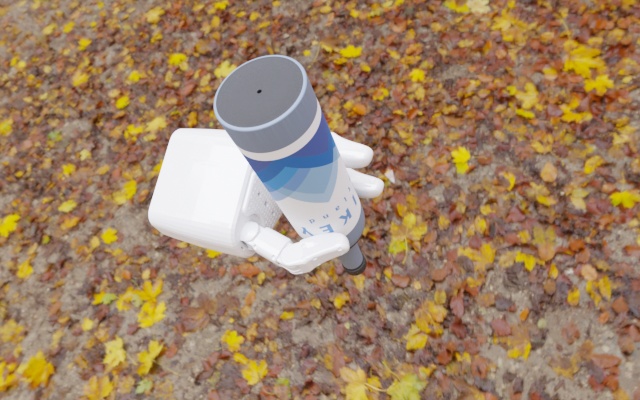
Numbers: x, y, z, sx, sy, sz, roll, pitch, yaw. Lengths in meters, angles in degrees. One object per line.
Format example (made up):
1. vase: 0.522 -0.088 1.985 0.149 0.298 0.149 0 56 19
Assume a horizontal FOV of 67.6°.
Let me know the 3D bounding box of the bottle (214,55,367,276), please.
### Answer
1. bottle: 0.000 0.001 0.435 0.069 0.069 0.296 0 -30 19
